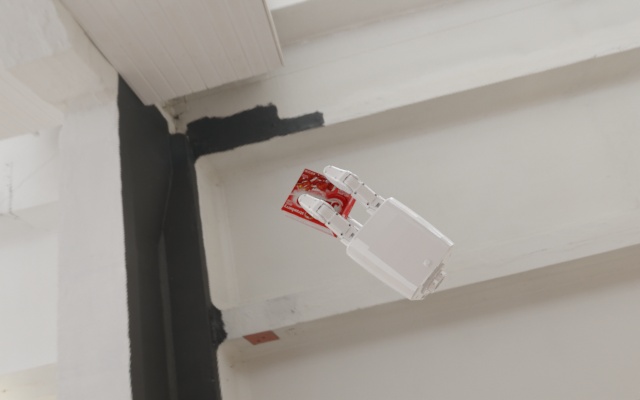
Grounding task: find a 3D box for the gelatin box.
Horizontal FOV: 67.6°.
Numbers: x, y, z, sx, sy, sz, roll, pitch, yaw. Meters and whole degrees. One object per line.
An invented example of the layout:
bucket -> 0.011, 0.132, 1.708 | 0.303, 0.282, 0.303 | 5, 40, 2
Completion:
gelatin box -> 0.000, 0.002, 0.683 | 0.089, 0.073, 0.030 | 22, -19, 24
